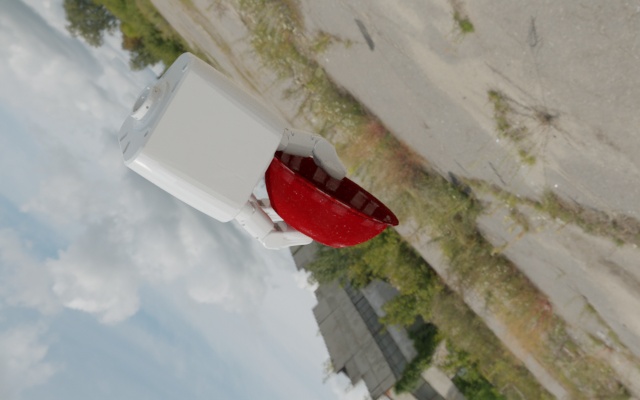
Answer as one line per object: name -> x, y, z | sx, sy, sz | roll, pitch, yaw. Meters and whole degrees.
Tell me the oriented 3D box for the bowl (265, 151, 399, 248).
bowl -> 0.001, 0.003, 0.504 | 0.162, 0.055, 0.162 | 29, 12, -7
